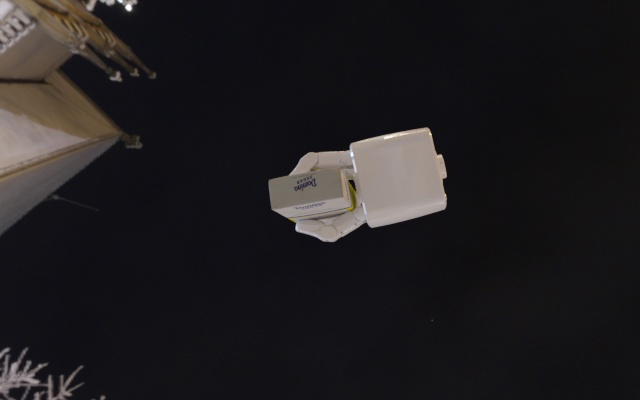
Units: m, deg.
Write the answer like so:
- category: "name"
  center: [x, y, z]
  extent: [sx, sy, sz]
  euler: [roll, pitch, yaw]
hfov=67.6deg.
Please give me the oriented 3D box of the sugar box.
- category: "sugar box"
  center: [0.000, 0.002, 0.659]
  extent: [0.093, 0.048, 0.176]
  euler: [-10, -16, 10]
